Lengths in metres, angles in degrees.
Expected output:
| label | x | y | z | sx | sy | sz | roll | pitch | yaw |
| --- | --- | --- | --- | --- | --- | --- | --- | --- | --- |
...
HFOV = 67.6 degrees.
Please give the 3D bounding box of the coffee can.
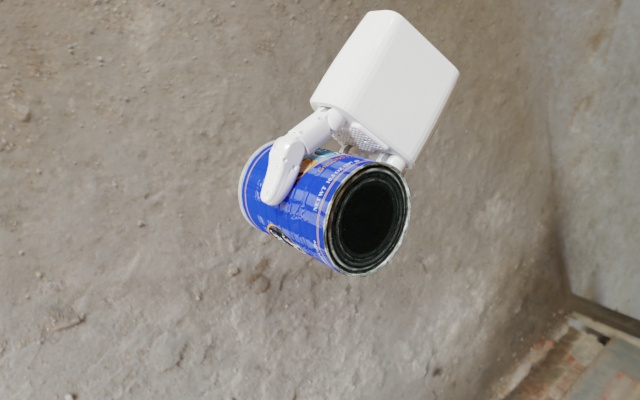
| label | x | y | z | sx | sy | sz | roll | pitch | yaw |
| --- | --- | --- | --- | --- | --- | --- | --- | --- | --- |
| coffee can | 0.000 | 0.002 | 0.458 | 0.103 | 0.103 | 0.140 | 0 | 13 | -40 |
